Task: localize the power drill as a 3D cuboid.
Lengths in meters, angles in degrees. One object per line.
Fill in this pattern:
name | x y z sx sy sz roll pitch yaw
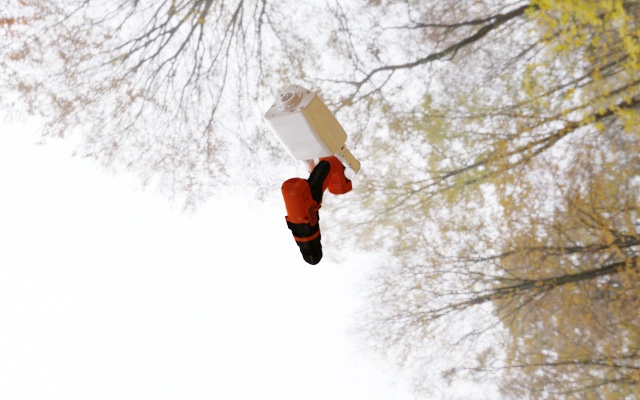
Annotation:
power drill | 0.000 0.002 0.888 0.057 0.185 0.187 6 39 25
